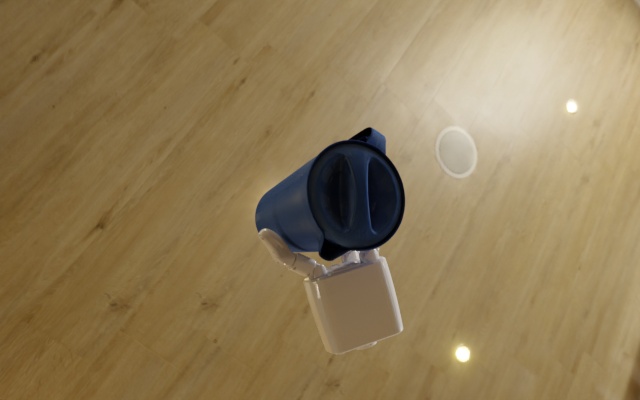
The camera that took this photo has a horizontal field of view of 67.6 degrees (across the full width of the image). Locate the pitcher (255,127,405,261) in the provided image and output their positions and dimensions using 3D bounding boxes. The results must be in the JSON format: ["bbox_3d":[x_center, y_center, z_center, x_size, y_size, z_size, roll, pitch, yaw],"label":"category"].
[{"bbox_3d":[0.000,0.002,0.663,0.149,0.145,0.243,-19,0,-27],"label":"pitcher"}]
